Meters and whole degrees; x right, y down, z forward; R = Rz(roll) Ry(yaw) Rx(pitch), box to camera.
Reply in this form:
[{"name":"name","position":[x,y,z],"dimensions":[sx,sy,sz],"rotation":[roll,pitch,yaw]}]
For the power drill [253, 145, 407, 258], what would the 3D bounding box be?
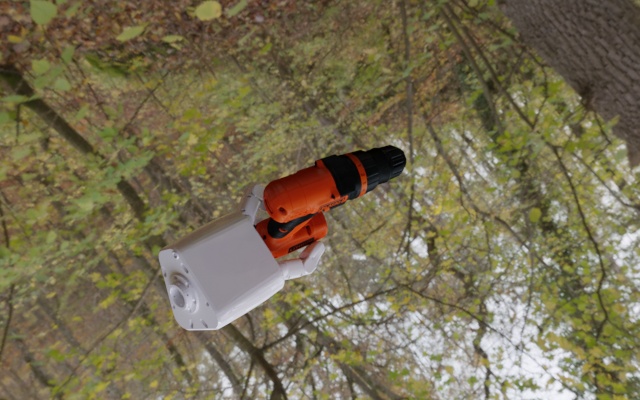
[{"name":"power drill","position":[0.000,0.002,0.595],"dimensions":[0.184,0.057,0.188],"rotation":[-19,-17,-27]}]
